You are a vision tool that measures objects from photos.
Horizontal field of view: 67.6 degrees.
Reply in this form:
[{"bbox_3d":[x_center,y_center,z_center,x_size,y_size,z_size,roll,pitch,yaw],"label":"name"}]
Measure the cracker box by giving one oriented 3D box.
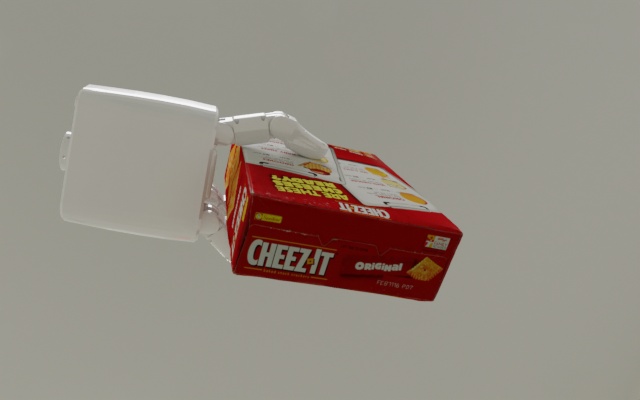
[{"bbox_3d":[0.000,0.001,0.436,0.164,0.072,0.213,10,19,-16],"label":"cracker box"}]
